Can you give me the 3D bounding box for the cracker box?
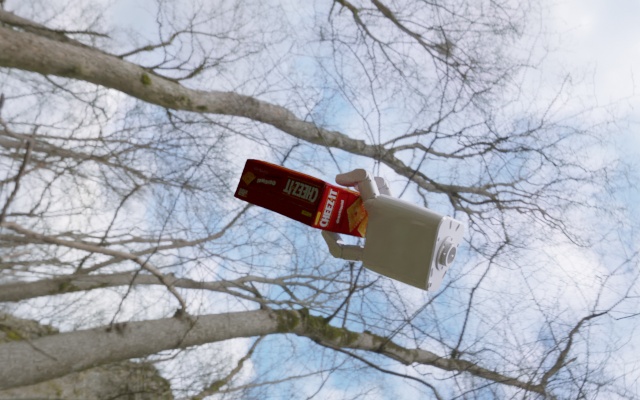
[{"bbox_3d":[0.000,0.003,0.753,0.164,0.072,0.214,18,1,37],"label":"cracker box"}]
